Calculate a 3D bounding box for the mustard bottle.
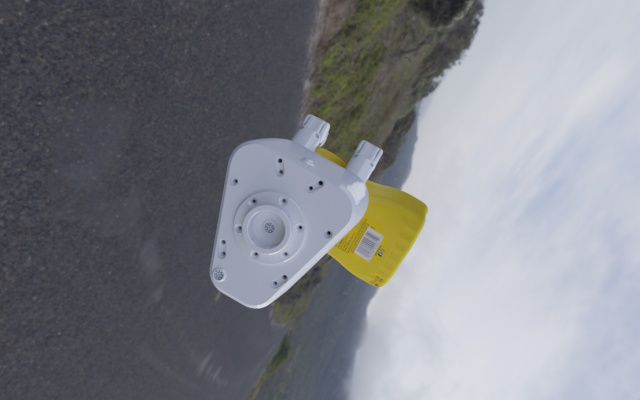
[{"bbox_3d":[0.000,0.002,0.470,0.191,0.096,0.058,29,32,5],"label":"mustard bottle"}]
